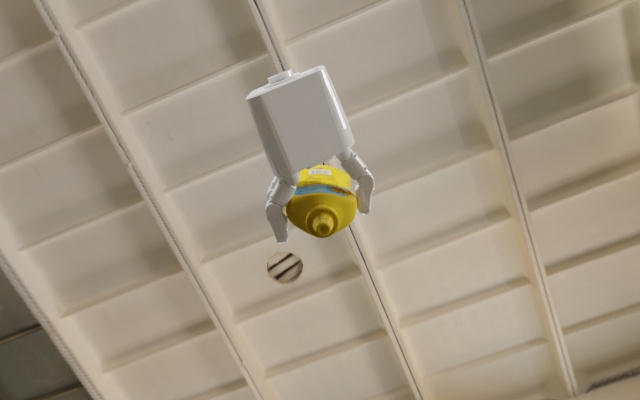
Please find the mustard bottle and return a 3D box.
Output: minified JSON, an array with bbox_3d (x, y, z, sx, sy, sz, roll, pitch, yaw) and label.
[{"bbox_3d":[0.000,0.002,0.653,0.096,0.058,0.191,3,19,-3],"label":"mustard bottle"}]
